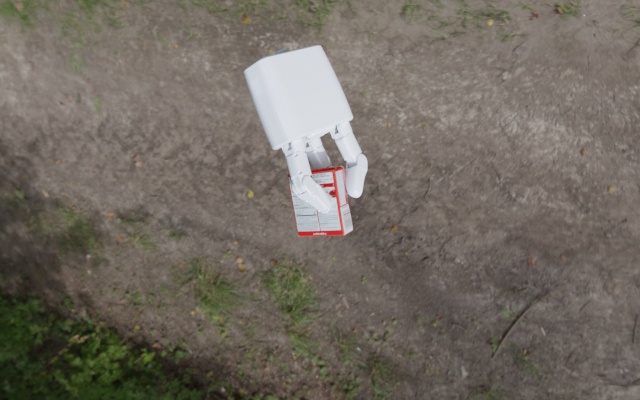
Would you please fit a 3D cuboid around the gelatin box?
[{"bbox_3d":[0.000,0.003,0.635,0.073,0.089,0.030,-4,9,32],"label":"gelatin box"}]
